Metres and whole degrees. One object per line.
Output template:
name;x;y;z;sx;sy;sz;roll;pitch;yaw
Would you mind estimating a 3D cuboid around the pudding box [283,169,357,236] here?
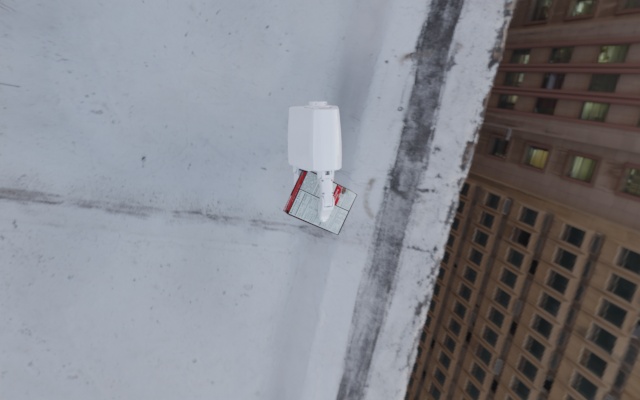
pudding box;0.000;0.003;0.881;0.113;0.090;0.039;25;3;-19
